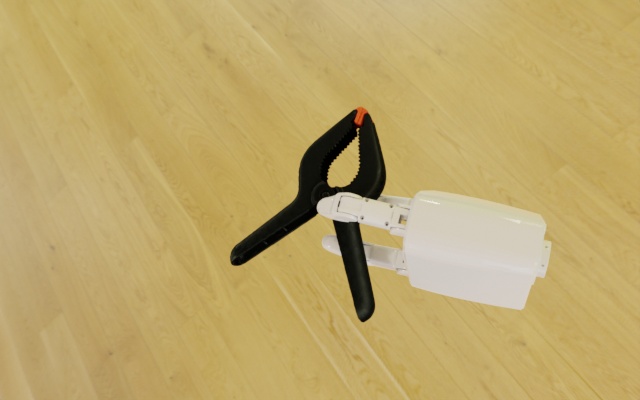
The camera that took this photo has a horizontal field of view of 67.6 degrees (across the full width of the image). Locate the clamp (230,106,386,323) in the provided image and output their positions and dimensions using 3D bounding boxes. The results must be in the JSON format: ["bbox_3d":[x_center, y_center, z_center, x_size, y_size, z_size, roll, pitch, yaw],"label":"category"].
[{"bbox_3d":[0.000,0.001,0.495,0.164,0.210,0.036,12,-10,21],"label":"clamp"}]
